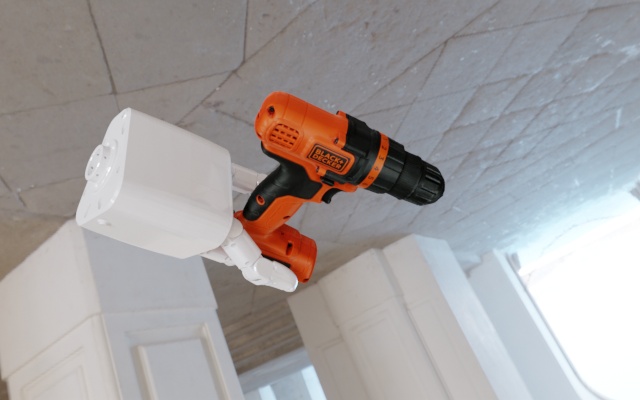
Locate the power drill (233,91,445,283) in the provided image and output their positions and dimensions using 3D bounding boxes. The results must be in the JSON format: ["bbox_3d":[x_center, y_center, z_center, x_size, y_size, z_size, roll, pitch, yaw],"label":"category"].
[{"bbox_3d":[0.000,0.002,0.464,0.184,0.188,0.057,24,38,-15],"label":"power drill"}]
